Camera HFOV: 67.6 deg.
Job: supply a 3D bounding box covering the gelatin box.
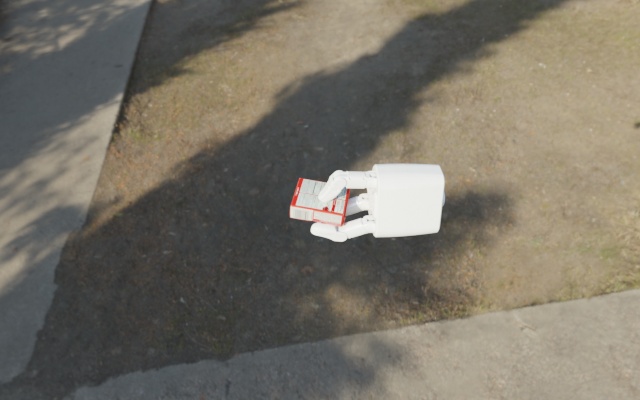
[{"bbox_3d":[0.000,0.002,0.783,0.089,0.030,0.073,10,42,3],"label":"gelatin box"}]
